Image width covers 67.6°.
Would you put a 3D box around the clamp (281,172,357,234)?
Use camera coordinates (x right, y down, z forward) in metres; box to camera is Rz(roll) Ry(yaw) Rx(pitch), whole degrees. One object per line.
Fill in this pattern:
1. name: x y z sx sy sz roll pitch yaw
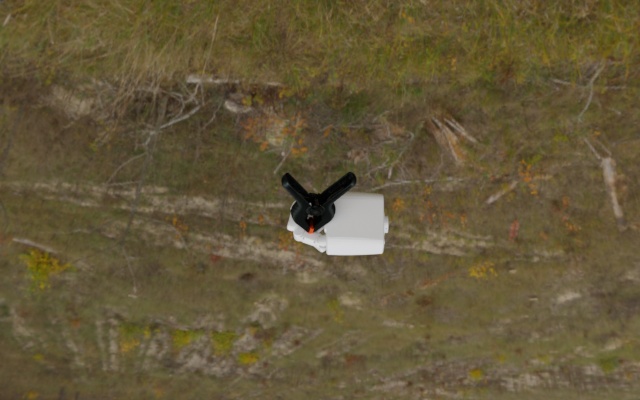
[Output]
1. clamp: 0.000 0.003 0.818 0.120 0.039 0.172 -1 -30 2
